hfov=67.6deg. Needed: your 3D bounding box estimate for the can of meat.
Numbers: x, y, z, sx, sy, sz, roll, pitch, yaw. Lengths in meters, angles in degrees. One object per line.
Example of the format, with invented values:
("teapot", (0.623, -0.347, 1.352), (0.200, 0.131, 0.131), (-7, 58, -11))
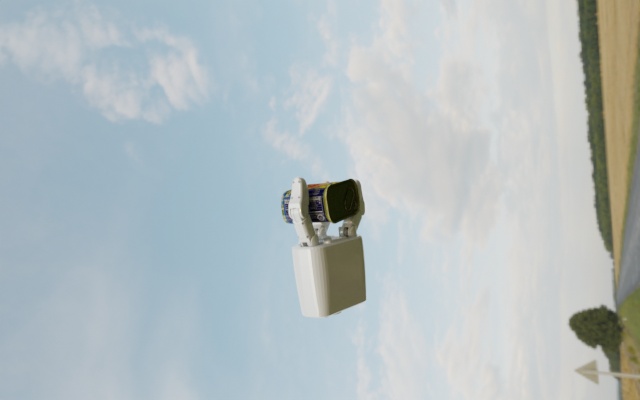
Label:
("can of meat", (0.000, 0.002, 0.735), (0.084, 0.057, 0.102), (-5, 8, 31))
